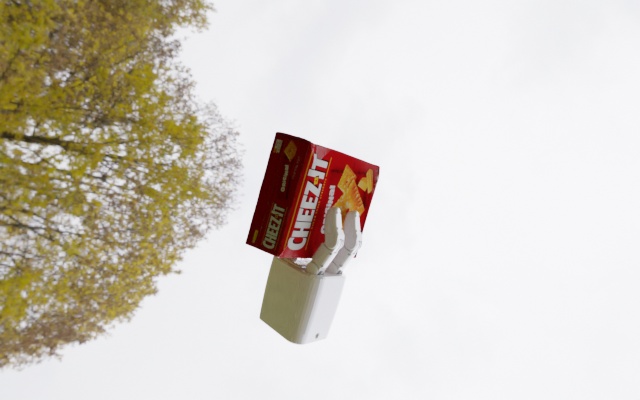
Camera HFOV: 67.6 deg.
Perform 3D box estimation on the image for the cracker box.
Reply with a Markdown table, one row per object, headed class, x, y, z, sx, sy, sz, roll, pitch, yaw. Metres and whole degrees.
| class | x | y | z | sx | sy | sz | roll | pitch | yaw |
| --- | --- | --- | --- | --- | --- | --- | --- | --- | --- |
| cracker box | 0.000 | 0.002 | 0.727 | 0.072 | 0.164 | 0.214 | 18 | 4 | 33 |
